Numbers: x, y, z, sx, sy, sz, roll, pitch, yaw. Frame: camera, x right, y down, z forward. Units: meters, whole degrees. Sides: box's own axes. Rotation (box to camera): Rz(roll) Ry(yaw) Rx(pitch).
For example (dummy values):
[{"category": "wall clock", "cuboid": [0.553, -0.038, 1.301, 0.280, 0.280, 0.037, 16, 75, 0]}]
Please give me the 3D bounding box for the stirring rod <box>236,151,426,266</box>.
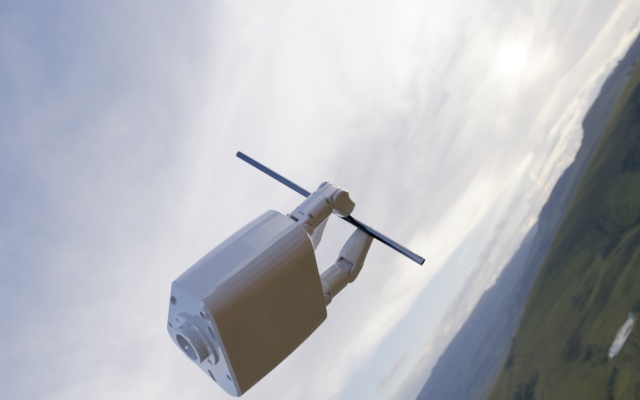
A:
[{"category": "stirring rod", "cuboid": [0.000, 0.002, 0.483, 0.239, 0.011, 0.011, 30, 15, 27]}]
